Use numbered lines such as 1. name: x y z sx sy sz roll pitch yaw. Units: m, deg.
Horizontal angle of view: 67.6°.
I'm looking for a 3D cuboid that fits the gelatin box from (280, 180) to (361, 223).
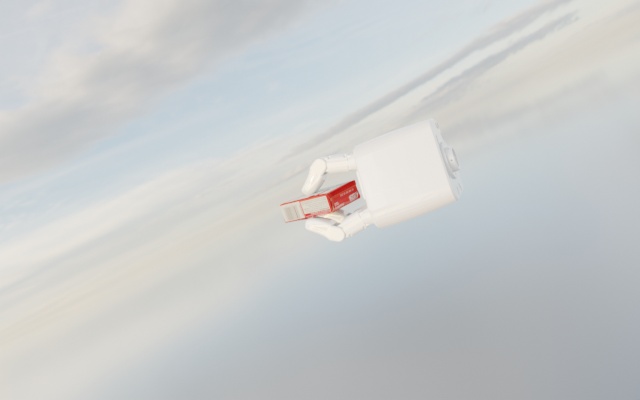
1. gelatin box: 0.000 0.002 0.668 0.089 0.030 0.073 -13 8 37
